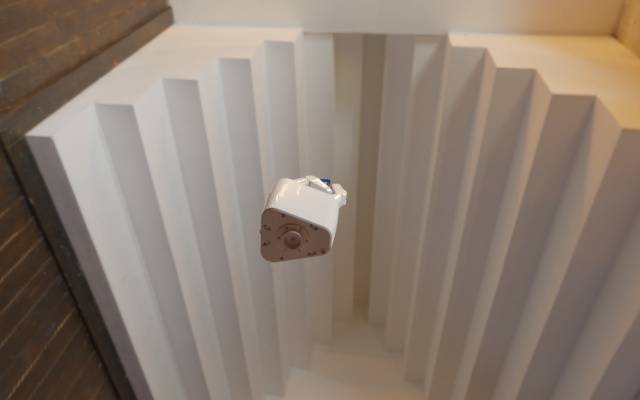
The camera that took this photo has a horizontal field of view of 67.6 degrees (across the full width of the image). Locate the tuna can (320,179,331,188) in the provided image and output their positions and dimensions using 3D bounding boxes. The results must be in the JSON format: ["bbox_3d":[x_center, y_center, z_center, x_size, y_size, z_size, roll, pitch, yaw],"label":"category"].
[{"bbox_3d":[0.001,0.003,0.865,0.034,0.086,0.086,2,0,2],"label":"tuna can"}]
